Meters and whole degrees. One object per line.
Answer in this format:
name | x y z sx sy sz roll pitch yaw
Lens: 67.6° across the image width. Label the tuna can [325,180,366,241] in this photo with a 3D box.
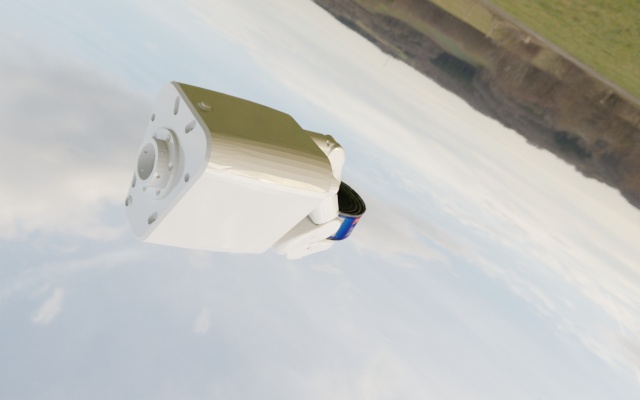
tuna can | 0.000 0.002 0.474 0.086 0.034 0.086 25 22 -11
